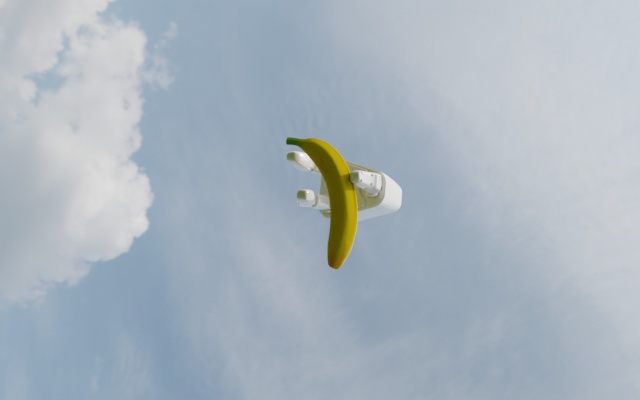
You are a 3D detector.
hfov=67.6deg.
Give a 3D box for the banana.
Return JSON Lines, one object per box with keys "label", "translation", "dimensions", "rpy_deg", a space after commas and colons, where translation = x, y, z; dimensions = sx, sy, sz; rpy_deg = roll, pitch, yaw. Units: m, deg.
{"label": "banana", "translation": [0.015, -0.008, 0.652], "dimensions": [0.069, 0.197, 0.037], "rpy_deg": [-24, -16, 16]}
